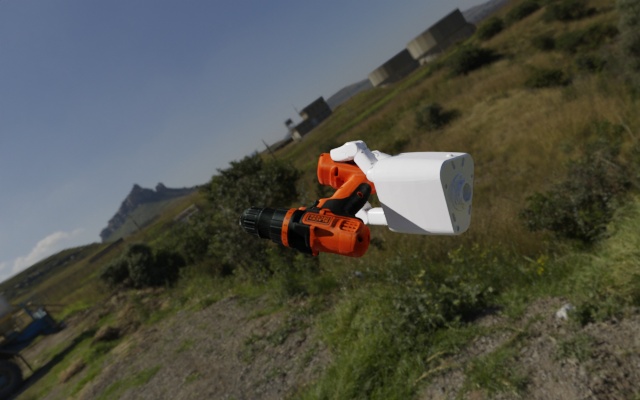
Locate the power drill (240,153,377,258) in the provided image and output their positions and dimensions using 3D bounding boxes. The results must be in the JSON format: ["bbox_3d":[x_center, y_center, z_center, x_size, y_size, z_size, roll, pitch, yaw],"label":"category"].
[{"bbox_3d":[0.001,0.002,0.688,0.184,0.057,0.187,11,40,19],"label":"power drill"}]
